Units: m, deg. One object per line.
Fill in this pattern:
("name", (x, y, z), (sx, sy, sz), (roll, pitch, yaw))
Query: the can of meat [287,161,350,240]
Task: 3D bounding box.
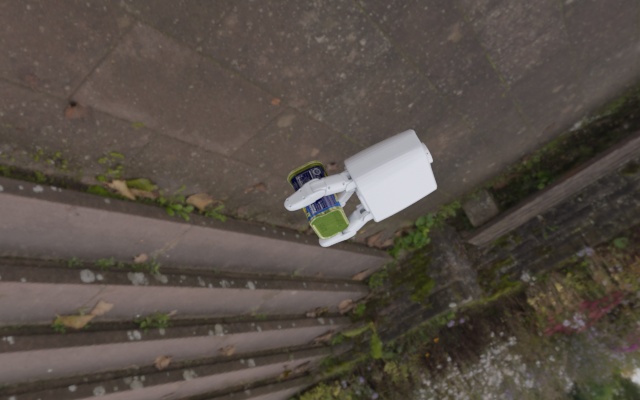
("can of meat", (0.000, 0.003, 0.715), (0.057, 0.084, 0.102), (-27, -25, 2))
